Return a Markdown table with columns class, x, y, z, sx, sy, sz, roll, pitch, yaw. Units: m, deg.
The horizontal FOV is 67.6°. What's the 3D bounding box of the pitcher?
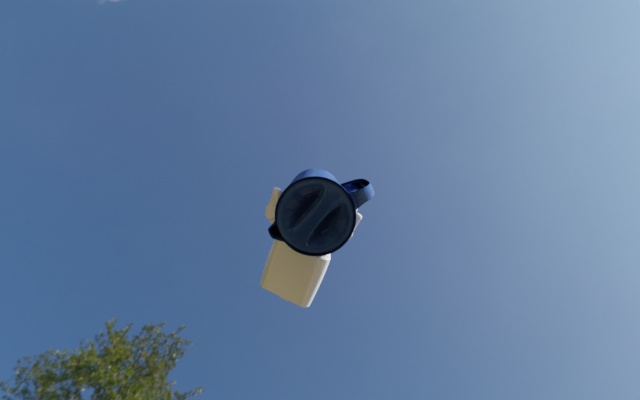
| class | x | y | z | sx | sy | sz | roll | pitch | yaw |
| --- | --- | --- | --- | --- | --- | --- | --- | --- | --- |
| pitcher | 0.000 | 0.003 | 0.883 | 0.149 | 0.145 | 0.242 | 20 | 10 | -4 |
